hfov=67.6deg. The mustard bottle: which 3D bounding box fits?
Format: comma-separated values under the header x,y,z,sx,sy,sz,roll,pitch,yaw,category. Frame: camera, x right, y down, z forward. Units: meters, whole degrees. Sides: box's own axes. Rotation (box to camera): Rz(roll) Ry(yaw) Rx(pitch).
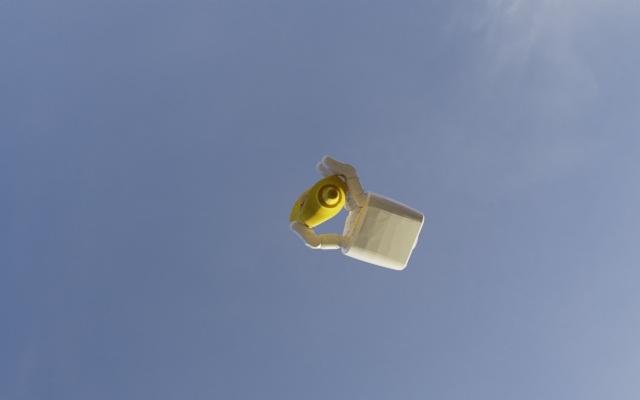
x,y,z,sx,sy,sz,roll,pitch,yaw,category
0.000,0.003,0.810,0.058,0.096,0.191,43,-13,-4,mustard bottle
